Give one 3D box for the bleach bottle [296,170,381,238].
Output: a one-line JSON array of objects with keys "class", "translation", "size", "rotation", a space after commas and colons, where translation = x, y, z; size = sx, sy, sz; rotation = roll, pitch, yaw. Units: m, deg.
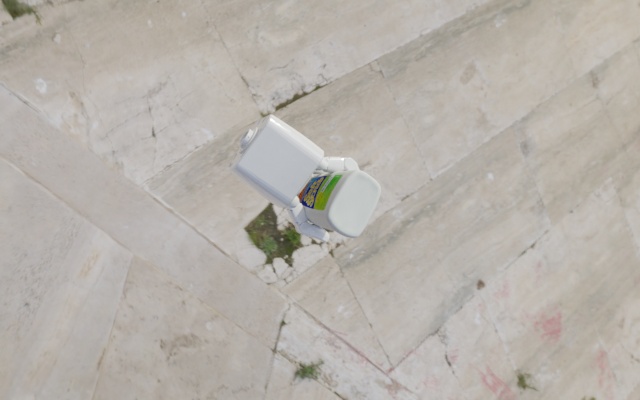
[{"class": "bleach bottle", "translation": [0.000, 0.003, 0.810], "size": [0.068, 0.102, 0.251], "rotation": [35, -14, -21]}]
